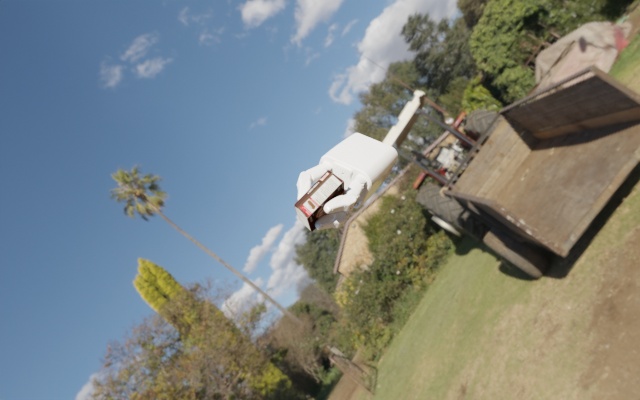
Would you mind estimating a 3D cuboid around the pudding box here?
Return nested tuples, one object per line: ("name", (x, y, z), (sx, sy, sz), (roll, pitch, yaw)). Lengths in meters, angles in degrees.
("pudding box", (0.000, 0.003, 0.844), (0.039, 0.090, 0.113), (41, -9, 15))
